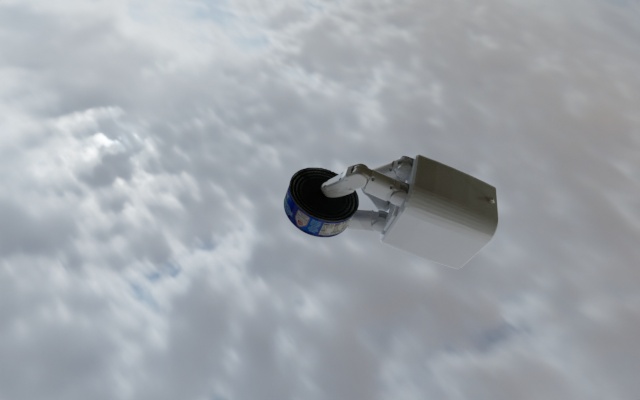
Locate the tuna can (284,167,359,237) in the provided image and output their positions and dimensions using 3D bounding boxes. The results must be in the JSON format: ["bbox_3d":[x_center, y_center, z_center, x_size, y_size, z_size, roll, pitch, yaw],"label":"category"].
[{"bbox_3d":[0.000,0.002,0.569,0.086,0.086,0.034,0,-42,-24],"label":"tuna can"}]
